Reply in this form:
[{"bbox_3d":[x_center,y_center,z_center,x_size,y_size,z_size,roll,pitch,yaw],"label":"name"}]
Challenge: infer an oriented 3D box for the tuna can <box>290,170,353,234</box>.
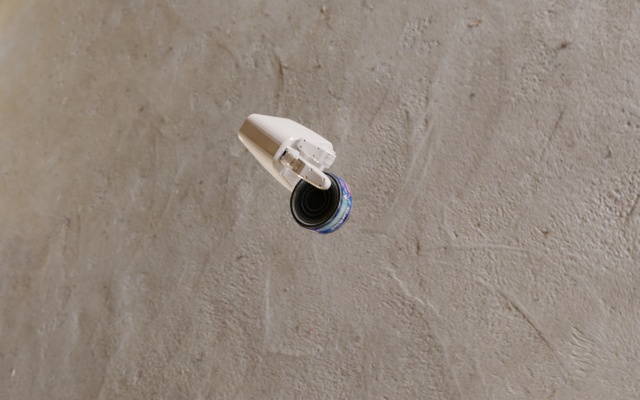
[{"bbox_3d":[0.000,0.002,0.665,0.086,0.086,0.034,0,-15,31],"label":"tuna can"}]
